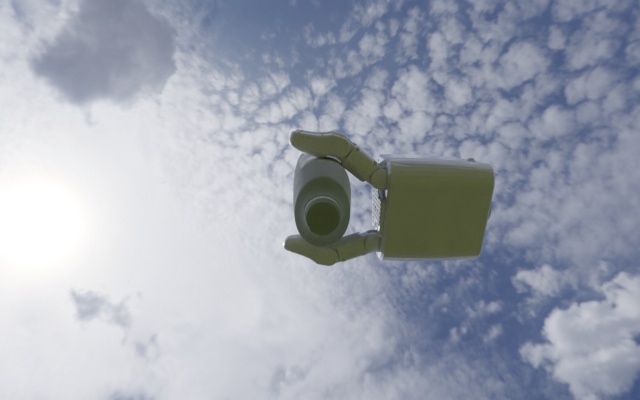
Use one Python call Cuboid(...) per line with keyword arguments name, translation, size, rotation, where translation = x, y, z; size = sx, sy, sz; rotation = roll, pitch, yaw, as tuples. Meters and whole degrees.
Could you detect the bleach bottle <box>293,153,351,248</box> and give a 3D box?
Cuboid(name="bleach bottle", translation=(0.000, 0.002, 0.510), size=(0.068, 0.102, 0.250), rotation=(2, 10, -1))
